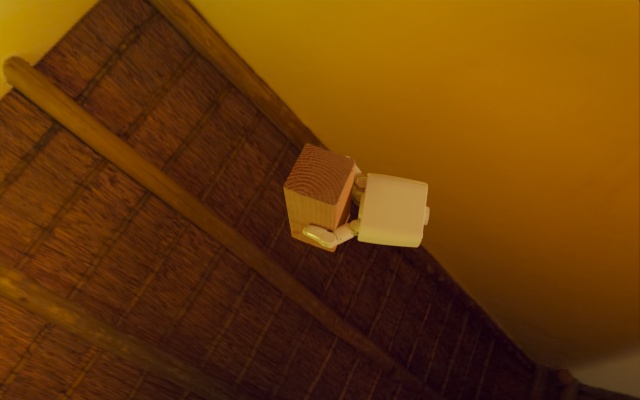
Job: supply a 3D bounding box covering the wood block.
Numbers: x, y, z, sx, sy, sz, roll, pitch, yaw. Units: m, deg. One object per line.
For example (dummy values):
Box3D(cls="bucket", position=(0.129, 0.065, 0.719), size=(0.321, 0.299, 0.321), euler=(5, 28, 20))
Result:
Box3D(cls="wood block", position=(0.000, 0.003, 0.837), size=(0.090, 0.090, 0.206), euler=(20, -24, 10))
